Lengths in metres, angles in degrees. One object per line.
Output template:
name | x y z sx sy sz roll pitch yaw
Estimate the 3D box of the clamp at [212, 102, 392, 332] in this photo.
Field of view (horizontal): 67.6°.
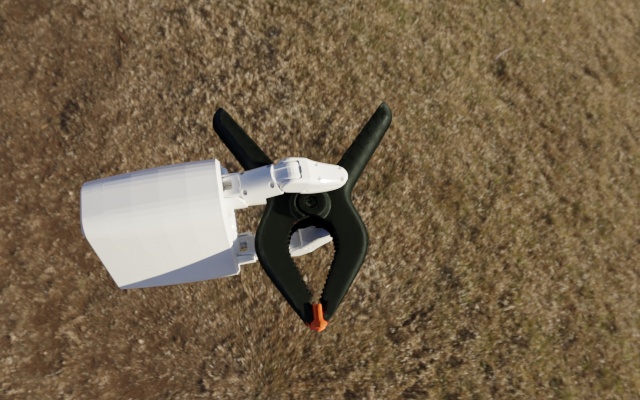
clamp | 0.000 0.002 0.411 0.164 0.210 0.036 -10 -20 -6
